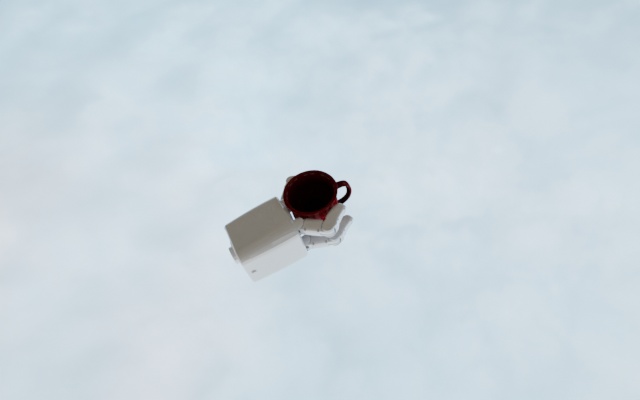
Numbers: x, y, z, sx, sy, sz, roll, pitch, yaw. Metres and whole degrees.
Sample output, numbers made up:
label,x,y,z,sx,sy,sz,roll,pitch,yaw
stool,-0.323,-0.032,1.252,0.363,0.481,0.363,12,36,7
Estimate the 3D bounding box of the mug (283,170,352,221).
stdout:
label,x,y,z,sx,sy,sz,roll,pitch,yaw
mug,0.001,0.002,0.827,0.117,0.093,0.082,-27,-36,-7
